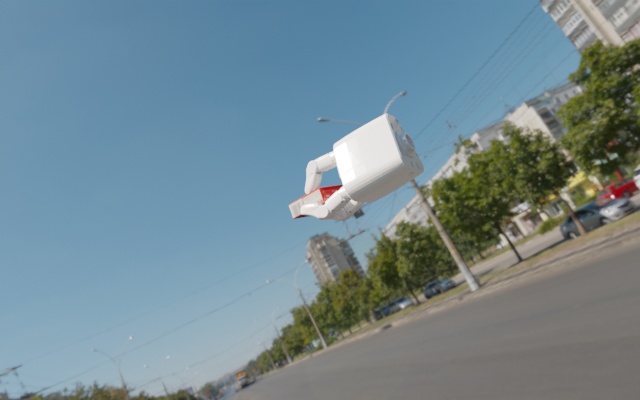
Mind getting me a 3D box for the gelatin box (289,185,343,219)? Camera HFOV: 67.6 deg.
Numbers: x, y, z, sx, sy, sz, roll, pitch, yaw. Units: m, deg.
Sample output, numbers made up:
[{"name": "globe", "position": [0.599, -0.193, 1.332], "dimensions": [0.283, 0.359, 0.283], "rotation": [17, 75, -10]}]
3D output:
[{"name": "gelatin box", "position": [0.000, 0.002, 0.847], "dimensions": [0.073, 0.030, 0.089], "rotation": [-7, -16, -47]}]
